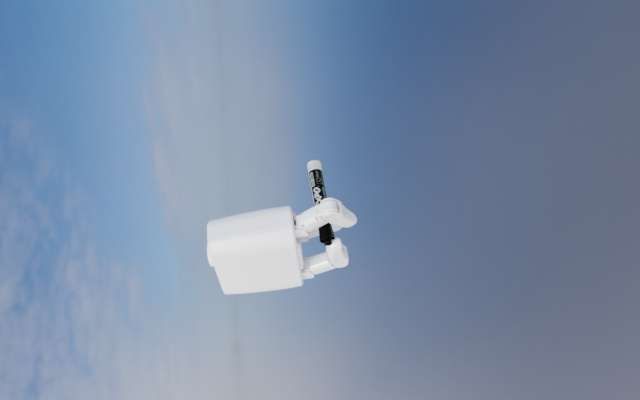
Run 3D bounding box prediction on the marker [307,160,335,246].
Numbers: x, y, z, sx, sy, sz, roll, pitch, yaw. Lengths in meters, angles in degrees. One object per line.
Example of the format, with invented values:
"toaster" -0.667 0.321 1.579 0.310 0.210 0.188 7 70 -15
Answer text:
"marker" 0.000 0.002 0.605 0.020 0.121 0.020 -7 -31 -4
